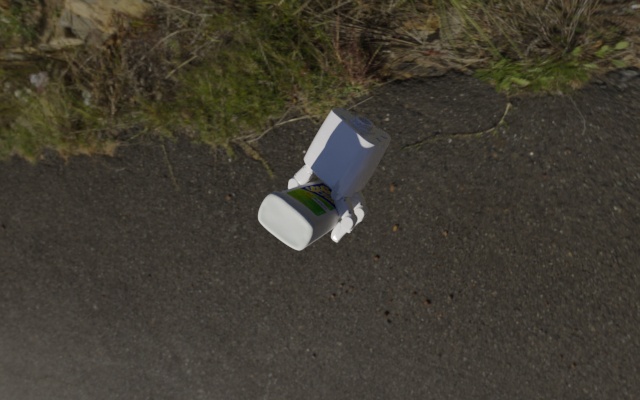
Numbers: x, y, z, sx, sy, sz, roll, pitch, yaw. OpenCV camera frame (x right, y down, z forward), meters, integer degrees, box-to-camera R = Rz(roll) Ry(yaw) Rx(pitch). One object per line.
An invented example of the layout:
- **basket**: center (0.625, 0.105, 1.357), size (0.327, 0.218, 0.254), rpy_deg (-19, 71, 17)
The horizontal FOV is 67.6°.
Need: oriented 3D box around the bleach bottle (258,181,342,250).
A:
- **bleach bottle**: center (0.000, 0.003, 0.849), size (0.102, 0.068, 0.250), rpy_deg (37, 28, 12)
